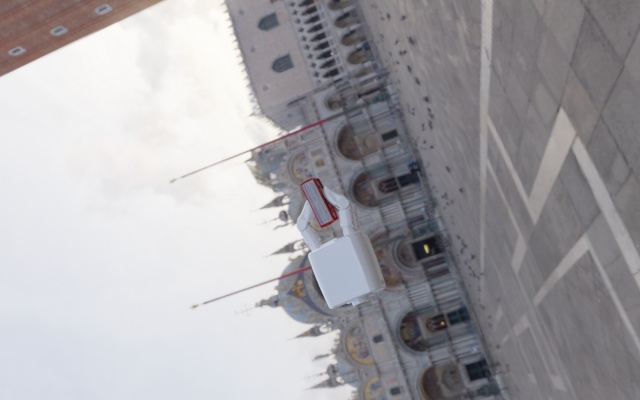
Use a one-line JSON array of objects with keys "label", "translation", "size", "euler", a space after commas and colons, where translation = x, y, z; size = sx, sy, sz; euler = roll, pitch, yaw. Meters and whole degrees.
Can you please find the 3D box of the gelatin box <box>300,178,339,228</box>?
[{"label": "gelatin box", "translation": [0.000, 0.003, 0.879], "size": [0.030, 0.089, 0.073], "euler": [-27, -2, 9]}]
